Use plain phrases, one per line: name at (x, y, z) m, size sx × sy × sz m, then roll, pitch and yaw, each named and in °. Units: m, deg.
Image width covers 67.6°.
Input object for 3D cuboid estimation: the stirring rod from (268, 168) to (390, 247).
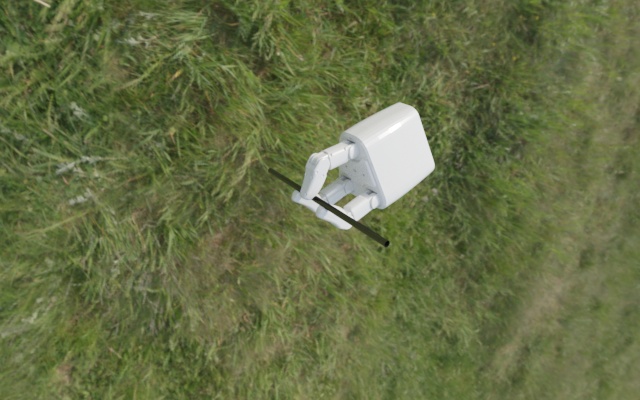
stirring rod at (0.000, 0.002, 0.605) m, size 0.011 × 0.011 × 0.239 m, roll 0°, pitch 22°, yaw -41°
